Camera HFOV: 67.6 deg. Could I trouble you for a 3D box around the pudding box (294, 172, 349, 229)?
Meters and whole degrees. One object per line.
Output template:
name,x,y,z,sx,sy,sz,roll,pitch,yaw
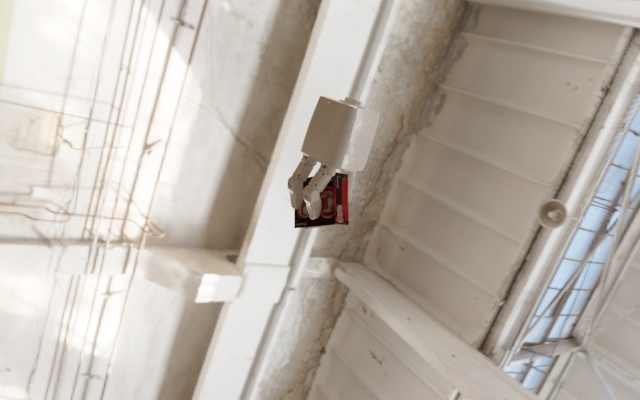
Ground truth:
pudding box,0.000,0.003,0.844,0.039,0.090,0.113,7,-11,-39
